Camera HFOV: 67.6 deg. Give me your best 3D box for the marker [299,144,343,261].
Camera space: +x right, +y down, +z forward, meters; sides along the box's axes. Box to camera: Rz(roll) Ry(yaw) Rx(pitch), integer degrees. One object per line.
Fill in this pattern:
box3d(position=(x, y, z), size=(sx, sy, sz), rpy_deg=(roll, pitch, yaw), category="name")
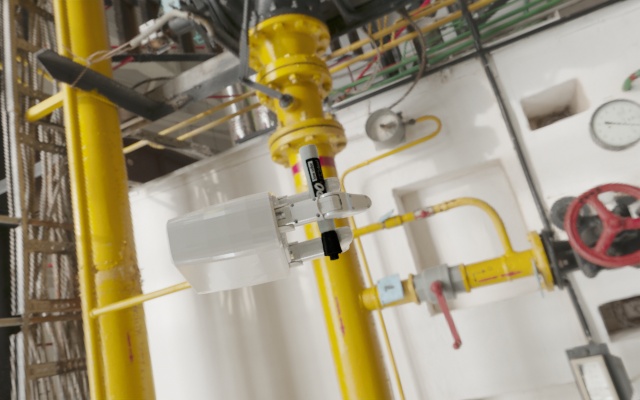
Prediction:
box3d(position=(0.000, 0.002, 0.485), size=(0.020, 0.121, 0.020), rpy_deg=(-13, -14, -3), category="marker")
